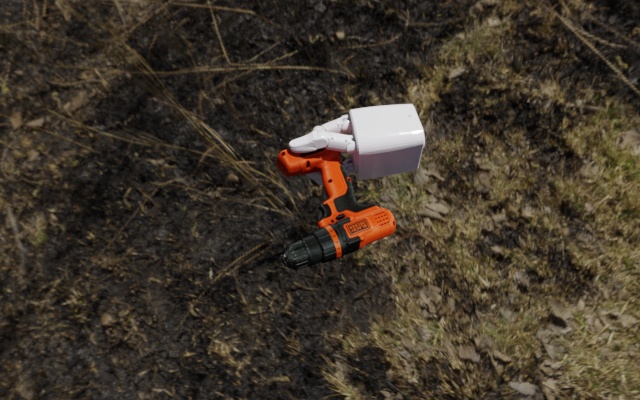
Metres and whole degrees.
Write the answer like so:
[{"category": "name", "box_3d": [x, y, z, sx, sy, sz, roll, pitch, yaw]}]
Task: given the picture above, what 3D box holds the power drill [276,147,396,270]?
[{"category": "power drill", "box_3d": [0.000, 0.002, 0.739, 0.184, 0.187, 0.057, -18, -21, -20]}]
